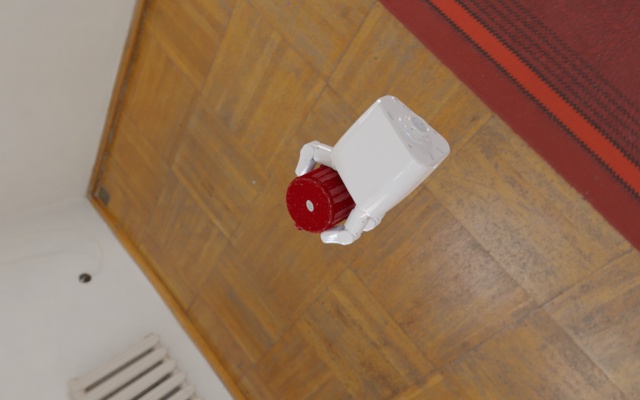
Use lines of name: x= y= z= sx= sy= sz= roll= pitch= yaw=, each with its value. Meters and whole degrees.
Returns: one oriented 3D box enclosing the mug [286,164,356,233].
mug: x=-0.001 y=0.003 z=0.671 sx=0.081 sy=0.093 sz=0.117 roll=-27 pitch=-17 yaw=-49
